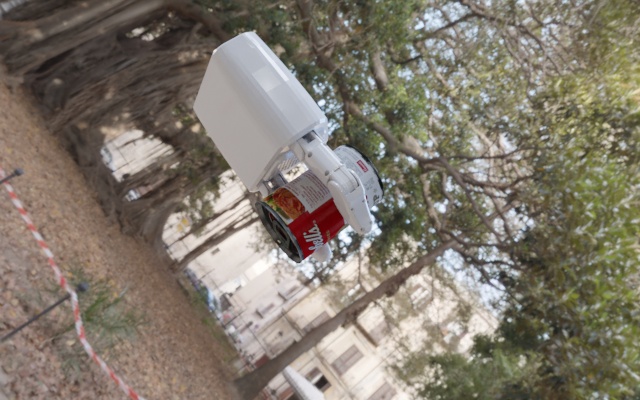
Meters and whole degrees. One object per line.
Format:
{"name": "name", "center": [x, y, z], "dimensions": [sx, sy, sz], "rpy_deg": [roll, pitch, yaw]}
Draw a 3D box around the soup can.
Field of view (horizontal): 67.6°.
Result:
{"name": "soup can", "center": [0.001, 0.002, 0.444], "dimensions": [0.102, 0.068, 0.068], "rpy_deg": [-36, 13, -18]}
